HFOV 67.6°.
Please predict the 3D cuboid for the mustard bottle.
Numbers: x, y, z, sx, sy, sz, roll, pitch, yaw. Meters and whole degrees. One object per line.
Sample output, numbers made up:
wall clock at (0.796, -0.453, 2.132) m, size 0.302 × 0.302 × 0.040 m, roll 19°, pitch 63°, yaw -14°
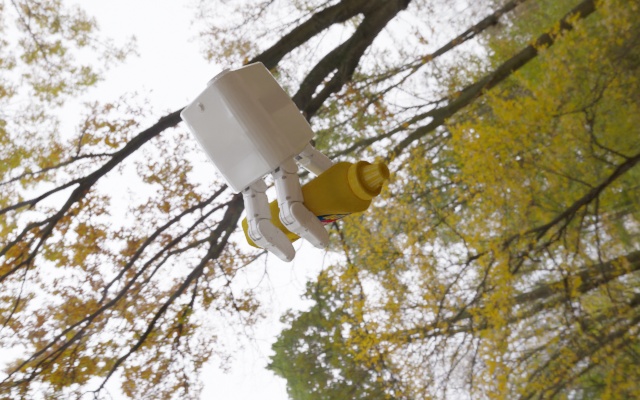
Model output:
mustard bottle at (0.000, 0.002, 0.540) m, size 0.096 × 0.058 × 0.192 m, roll -9°, pitch -14°, yaw -47°
